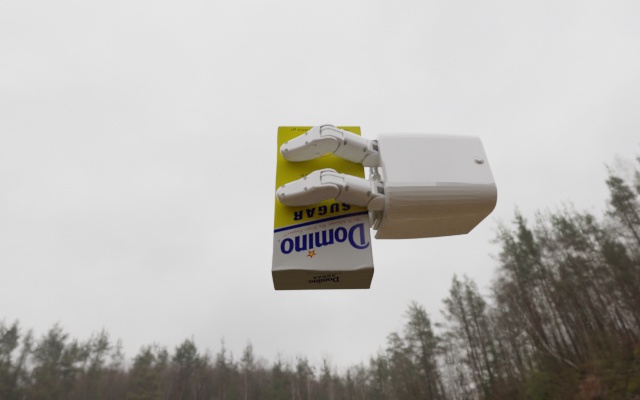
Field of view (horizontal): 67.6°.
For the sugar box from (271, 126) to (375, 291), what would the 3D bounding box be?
[{"bbox_3d":[0.000,0.001,0.478,0.093,0.176,0.048,-1,-38,-2],"label":"sugar box"}]
